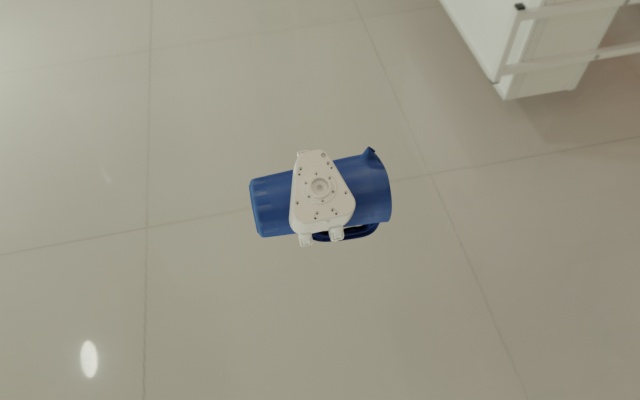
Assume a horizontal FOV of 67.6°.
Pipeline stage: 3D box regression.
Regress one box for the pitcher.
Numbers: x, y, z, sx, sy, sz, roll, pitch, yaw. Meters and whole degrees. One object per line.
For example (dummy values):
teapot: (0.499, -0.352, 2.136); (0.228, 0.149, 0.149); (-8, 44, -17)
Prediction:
pitcher: (0.000, 0.003, 0.869); (0.243, 0.149, 0.145); (-10, -8, -6)
